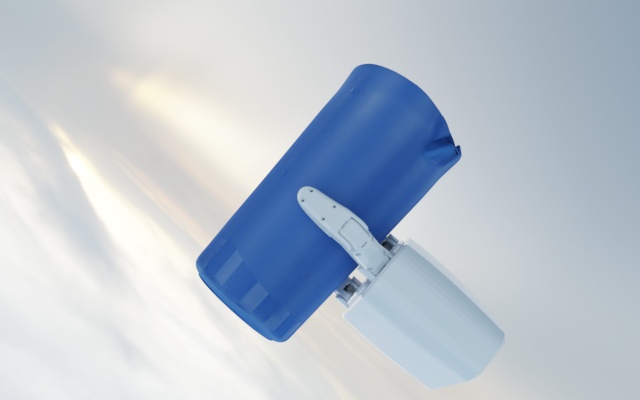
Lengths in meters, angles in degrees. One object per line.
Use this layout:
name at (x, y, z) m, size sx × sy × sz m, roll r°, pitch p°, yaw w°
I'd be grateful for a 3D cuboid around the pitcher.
pitcher at (0.000, 0.002, 0.447) m, size 0.145 × 0.243 × 0.149 m, roll 41°, pitch -10°, yaw 9°
